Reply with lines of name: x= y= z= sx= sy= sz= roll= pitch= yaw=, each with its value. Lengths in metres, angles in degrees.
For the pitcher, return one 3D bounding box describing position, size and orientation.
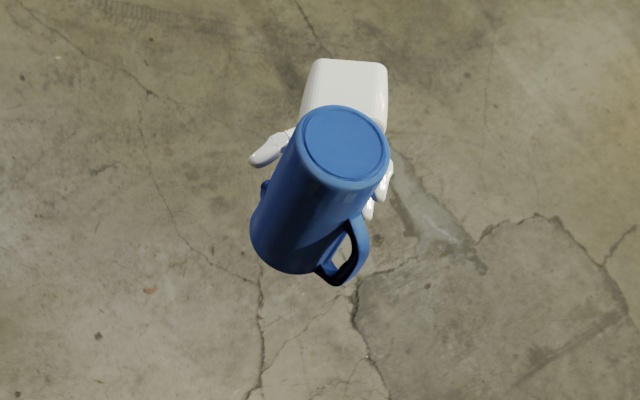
pitcher: x=0.000 y=0.002 z=0.597 sx=0.149 sy=0.145 sz=0.243 roll=16 pitch=-30 yaw=-9
